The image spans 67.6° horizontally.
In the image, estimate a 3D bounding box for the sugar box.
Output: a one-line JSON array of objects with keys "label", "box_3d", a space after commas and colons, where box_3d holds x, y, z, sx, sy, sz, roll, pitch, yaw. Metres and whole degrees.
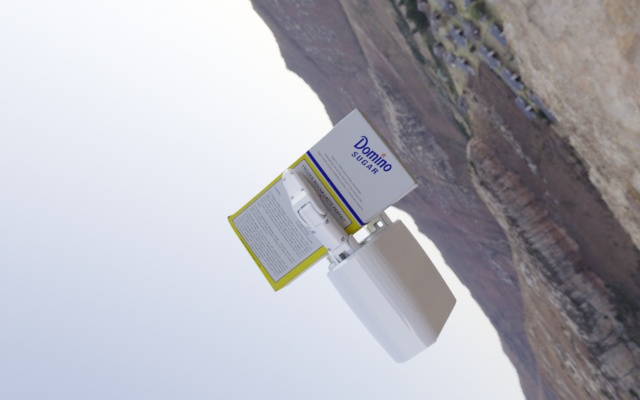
[{"label": "sugar box", "box_3d": [0.000, 0.002, 0.476, 0.176, 0.093, 0.048, -38, -9, 12]}]
